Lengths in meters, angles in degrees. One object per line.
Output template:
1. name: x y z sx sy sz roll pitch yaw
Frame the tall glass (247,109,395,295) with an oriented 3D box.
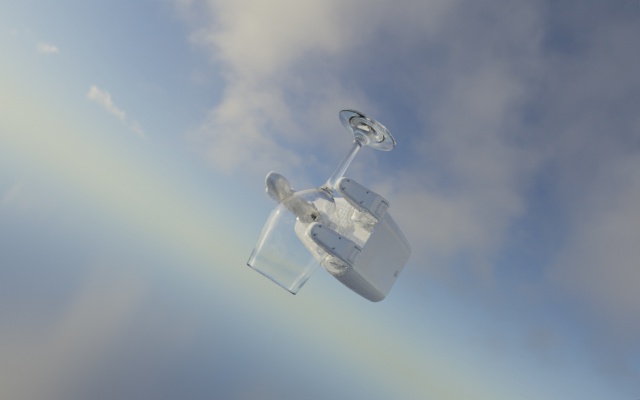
1. tall glass: 0.000 0.001 0.524 0.079 0.201 0.079 32 -12 7
